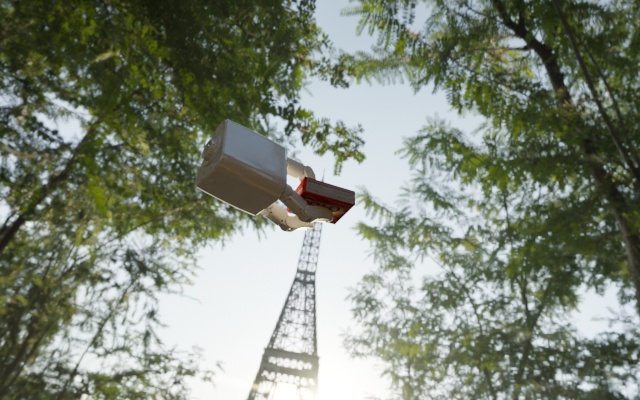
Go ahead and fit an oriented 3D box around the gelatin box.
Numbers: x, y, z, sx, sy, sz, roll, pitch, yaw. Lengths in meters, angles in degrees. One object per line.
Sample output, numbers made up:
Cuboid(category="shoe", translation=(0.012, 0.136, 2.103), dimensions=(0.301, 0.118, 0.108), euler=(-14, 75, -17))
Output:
Cuboid(category="gelatin box", translation=(0.000, 0.002, 0.758), dimensions=(0.089, 0.030, 0.073), euler=(15, -33, -19))
